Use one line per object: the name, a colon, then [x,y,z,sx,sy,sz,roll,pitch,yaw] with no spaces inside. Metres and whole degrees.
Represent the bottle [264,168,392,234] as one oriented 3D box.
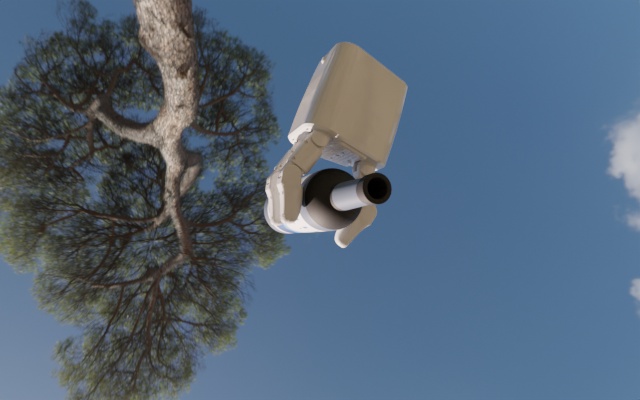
bottle: [0.000,0.002,0.541,0.069,0.069,0.296,0,-5,-19]
